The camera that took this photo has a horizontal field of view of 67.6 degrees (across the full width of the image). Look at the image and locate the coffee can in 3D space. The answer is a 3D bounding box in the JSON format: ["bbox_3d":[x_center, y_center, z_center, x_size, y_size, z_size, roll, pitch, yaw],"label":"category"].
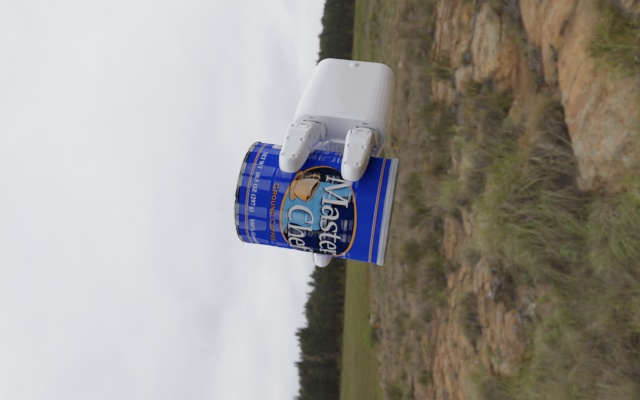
[{"bbox_3d":[0.000,0.002,0.466,0.140,0.103,0.103,8,1,9],"label":"coffee can"}]
